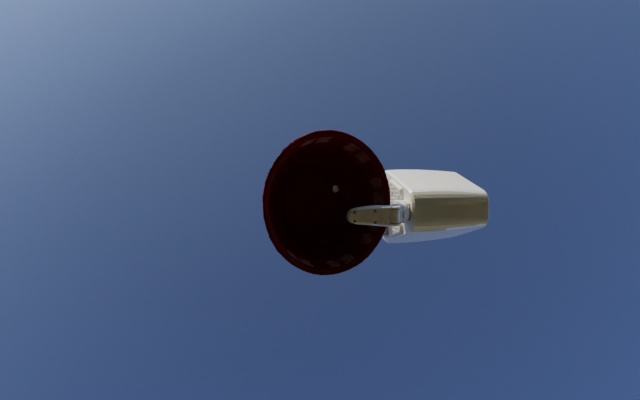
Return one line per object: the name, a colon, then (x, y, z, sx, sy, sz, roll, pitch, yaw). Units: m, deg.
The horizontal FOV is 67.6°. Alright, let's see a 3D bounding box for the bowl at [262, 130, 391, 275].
bowl: (-0.001, 0.002, 0.552, 0.162, 0.162, 0.055, 0, 3, -28)
